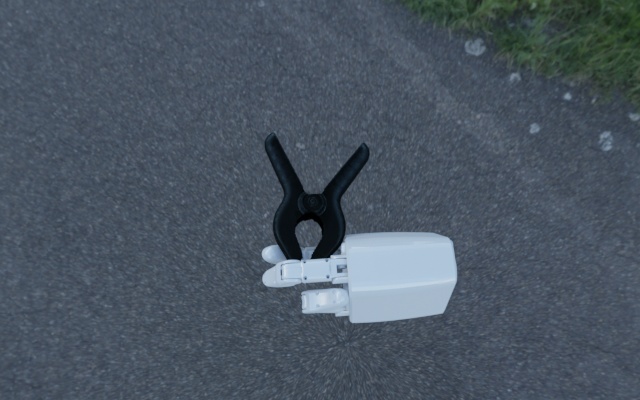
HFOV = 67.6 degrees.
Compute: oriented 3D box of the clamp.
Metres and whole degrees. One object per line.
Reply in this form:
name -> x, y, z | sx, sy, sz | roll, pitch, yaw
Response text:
clamp -> 0.000, 0.002, 0.528 | 0.120, 0.171, 0.039 | -4, -17, 1
